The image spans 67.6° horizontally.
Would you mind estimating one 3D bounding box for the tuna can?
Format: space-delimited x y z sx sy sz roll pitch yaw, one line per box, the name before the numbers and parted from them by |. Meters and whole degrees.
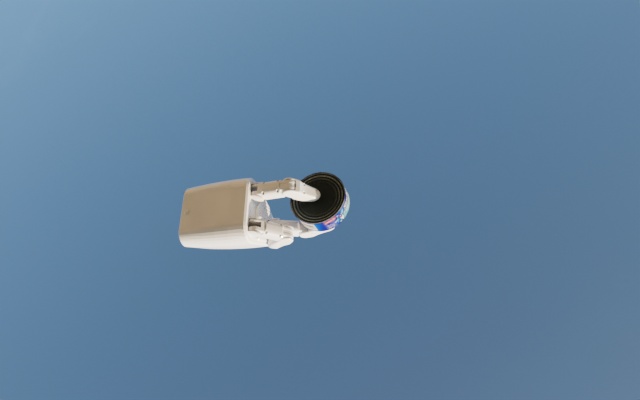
tuna can | 0.000 0.003 0.715 0.086 0.086 0.034 0 -27 20
